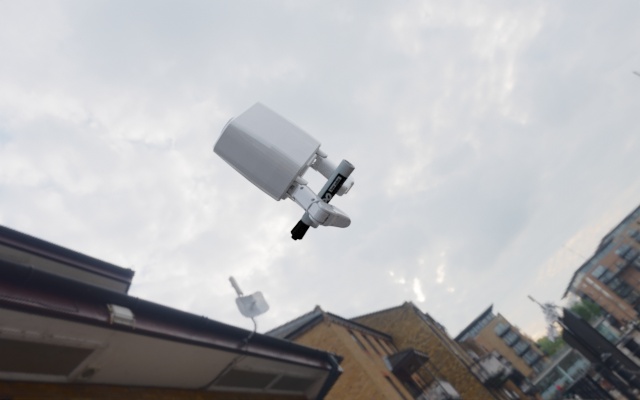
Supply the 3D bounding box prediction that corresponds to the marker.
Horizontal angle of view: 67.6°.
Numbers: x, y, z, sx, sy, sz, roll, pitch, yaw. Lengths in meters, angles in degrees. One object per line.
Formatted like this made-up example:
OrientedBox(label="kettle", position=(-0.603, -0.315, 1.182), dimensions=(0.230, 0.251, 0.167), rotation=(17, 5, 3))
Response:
OrientedBox(label="marker", position=(0.000, 0.002, 0.590), dimensions=(0.020, 0.121, 0.020), rotation=(33, 17, -11))
